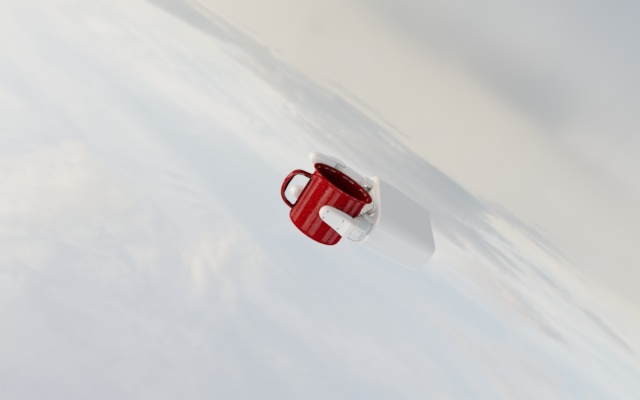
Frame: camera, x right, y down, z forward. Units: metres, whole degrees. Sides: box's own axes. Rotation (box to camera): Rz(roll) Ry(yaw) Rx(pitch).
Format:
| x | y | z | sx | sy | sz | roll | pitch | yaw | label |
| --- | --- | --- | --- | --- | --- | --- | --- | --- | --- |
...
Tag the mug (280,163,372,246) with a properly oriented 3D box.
| x | y | z | sx | sy | sz | roll | pitch | yaw | label |
| --- | --- | --- | --- | --- | --- | --- | --- | --- | --- |
| -0.001 | 0.002 | 0.650 | 0.117 | 0.081 | 0.093 | 28 | 18 | -18 | mug |
